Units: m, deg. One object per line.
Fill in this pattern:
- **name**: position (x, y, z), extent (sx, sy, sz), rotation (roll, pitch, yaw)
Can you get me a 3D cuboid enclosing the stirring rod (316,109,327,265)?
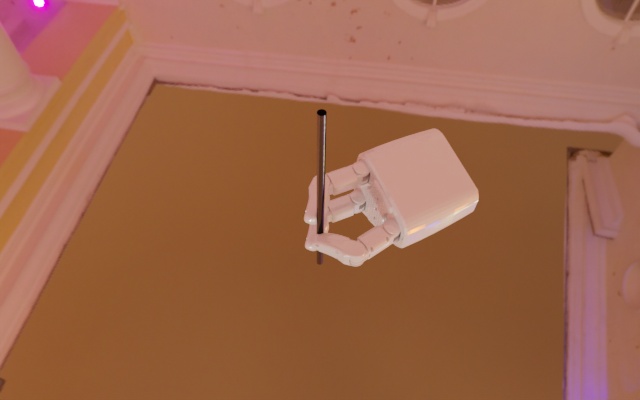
- **stirring rod**: position (0.000, 0.002, 0.481), extent (0.011, 0.011, 0.240), rotation (0, -37, -1)
